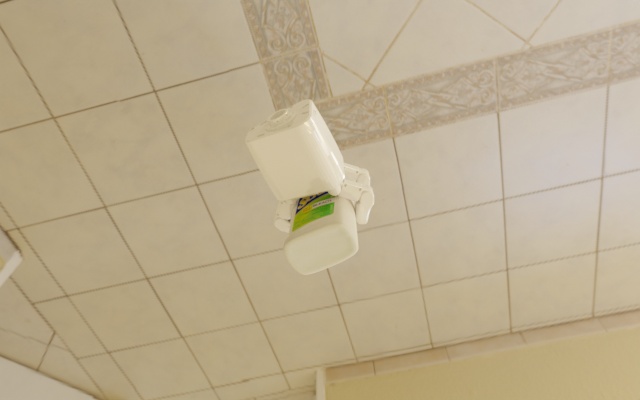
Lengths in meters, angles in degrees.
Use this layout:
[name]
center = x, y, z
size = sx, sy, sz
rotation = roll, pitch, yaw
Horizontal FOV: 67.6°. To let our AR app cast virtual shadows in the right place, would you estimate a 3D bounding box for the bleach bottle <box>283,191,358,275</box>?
[bleach bottle]
center = 0.000, 0.002, 0.746
size = 0.102, 0.068, 0.250
rotation = -23, 29, 12
